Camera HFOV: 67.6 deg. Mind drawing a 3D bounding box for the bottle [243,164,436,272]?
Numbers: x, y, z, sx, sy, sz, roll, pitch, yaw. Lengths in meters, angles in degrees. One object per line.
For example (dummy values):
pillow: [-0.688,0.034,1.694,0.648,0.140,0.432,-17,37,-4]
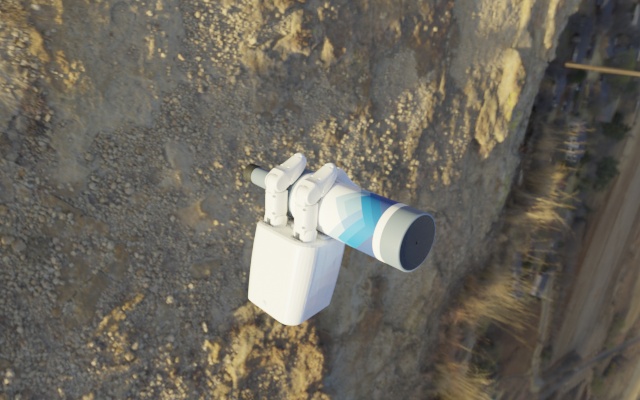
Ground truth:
bottle: [0.000,0.002,0.596,0.069,0.069,0.295,0,17,-46]
